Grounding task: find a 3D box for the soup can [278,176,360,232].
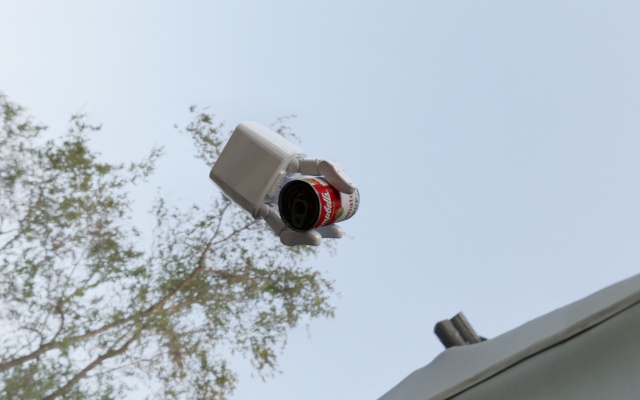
[{"bbox_3d":[0.001,0.002,0.646,0.068,0.068,0.102,0,6,34],"label":"soup can"}]
